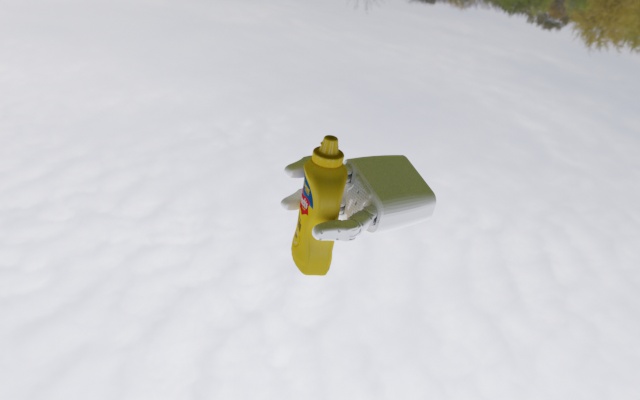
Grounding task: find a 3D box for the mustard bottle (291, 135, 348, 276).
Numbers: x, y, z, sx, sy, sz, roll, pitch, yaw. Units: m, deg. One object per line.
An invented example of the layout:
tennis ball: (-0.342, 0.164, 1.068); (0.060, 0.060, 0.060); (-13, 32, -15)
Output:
mustard bottle: (0.000, 0.002, 0.648); (0.058, 0.192, 0.096); (4, 31, -10)
